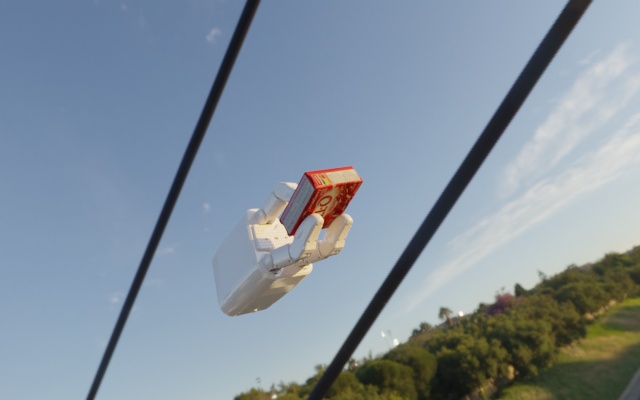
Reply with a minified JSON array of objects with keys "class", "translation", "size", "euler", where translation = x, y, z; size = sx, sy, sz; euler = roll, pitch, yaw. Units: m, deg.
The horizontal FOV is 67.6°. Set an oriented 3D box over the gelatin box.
[{"class":"gelatin box","translation":[0.000,0.001,0.574],"size":[0.073,0.030,0.089],"euler":[-10,-37,-38]}]
